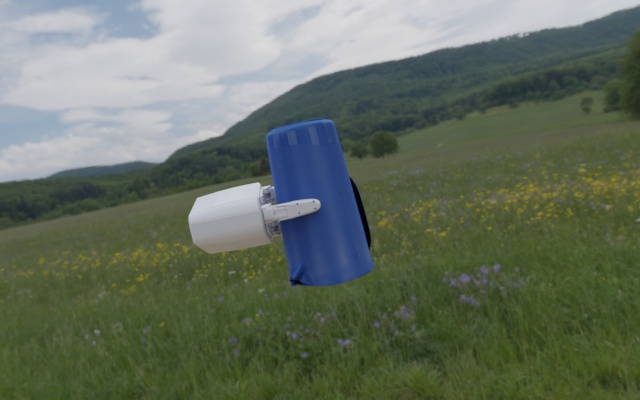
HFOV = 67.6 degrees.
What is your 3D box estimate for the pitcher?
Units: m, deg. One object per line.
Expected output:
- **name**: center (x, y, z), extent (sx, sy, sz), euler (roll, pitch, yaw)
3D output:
- **pitcher**: center (0.000, 0.002, 0.740), extent (0.145, 0.243, 0.149), euler (-12, 3, -1)
